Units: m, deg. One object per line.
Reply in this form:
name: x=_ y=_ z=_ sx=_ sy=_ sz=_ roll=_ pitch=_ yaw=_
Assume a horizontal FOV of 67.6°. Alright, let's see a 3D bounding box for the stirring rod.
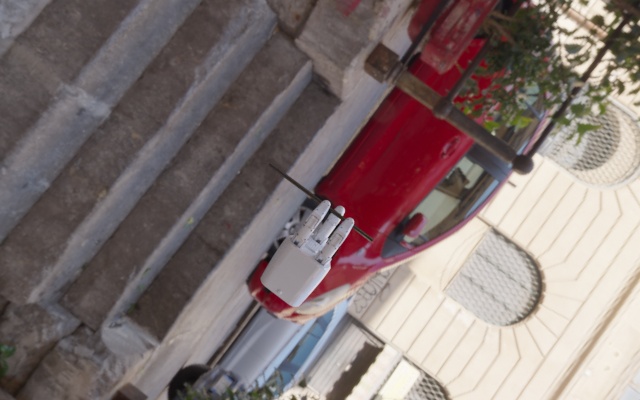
stirring rod: x=0.000 y=0.003 z=0.893 sx=0.239 sy=0.011 sz=0.011 roll=37 pitch=2 yaw=3
